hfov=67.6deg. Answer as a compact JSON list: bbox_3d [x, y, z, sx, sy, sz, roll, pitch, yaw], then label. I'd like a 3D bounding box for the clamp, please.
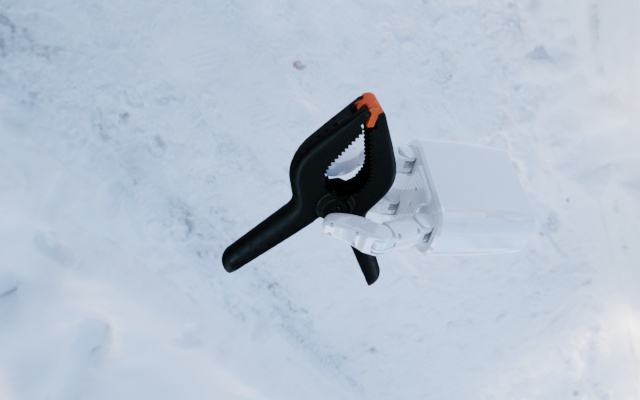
[{"bbox_3d":[0.001,0.002,0.430,0.164,0.210,0.036,2,38,-16],"label":"clamp"}]
